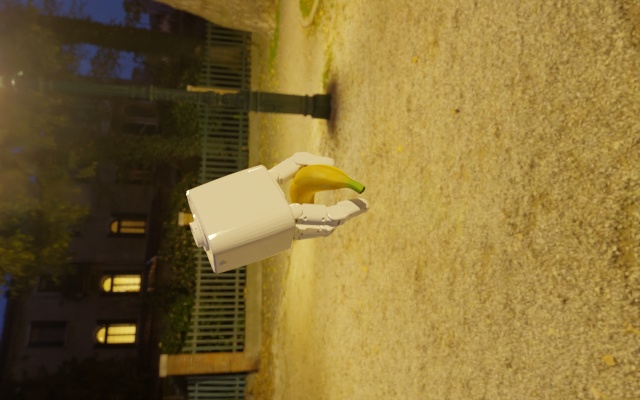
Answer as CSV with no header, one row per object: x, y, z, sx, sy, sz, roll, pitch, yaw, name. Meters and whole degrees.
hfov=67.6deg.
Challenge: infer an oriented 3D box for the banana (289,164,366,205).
-0.011,-0.013,0.660,0.037,0.069,0.198,-42,7,-22,banana
